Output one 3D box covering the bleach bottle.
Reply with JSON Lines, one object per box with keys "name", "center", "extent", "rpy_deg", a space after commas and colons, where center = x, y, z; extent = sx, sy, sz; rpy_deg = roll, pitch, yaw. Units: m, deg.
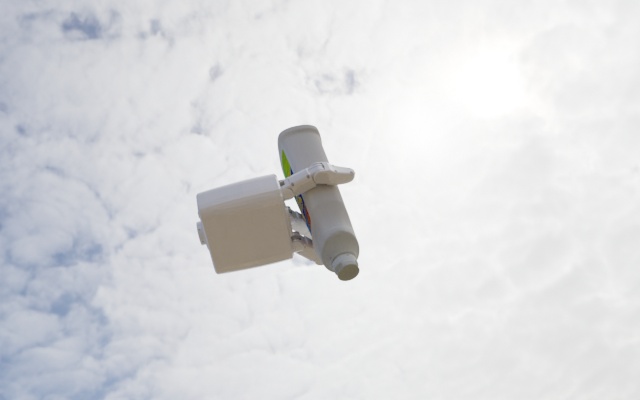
{"name": "bleach bottle", "center": [0.000, 0.002, 0.652], "extent": [0.068, 0.103, 0.250], "rpy_deg": [-13, 41, -9]}
